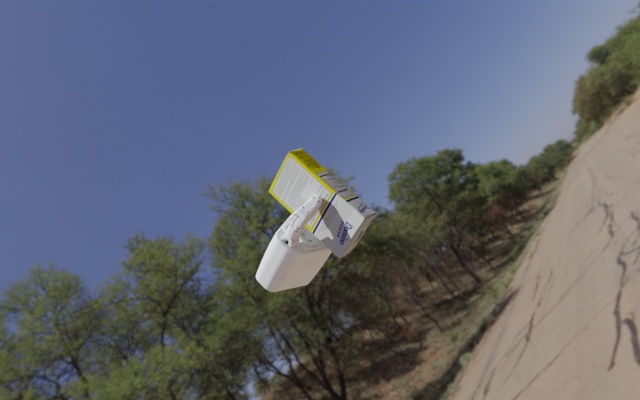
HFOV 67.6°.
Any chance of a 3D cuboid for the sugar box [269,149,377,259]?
[{"bbox_3d":[0.000,0.003,0.796,0.176,0.093,0.048,41,34,18],"label":"sugar box"}]
